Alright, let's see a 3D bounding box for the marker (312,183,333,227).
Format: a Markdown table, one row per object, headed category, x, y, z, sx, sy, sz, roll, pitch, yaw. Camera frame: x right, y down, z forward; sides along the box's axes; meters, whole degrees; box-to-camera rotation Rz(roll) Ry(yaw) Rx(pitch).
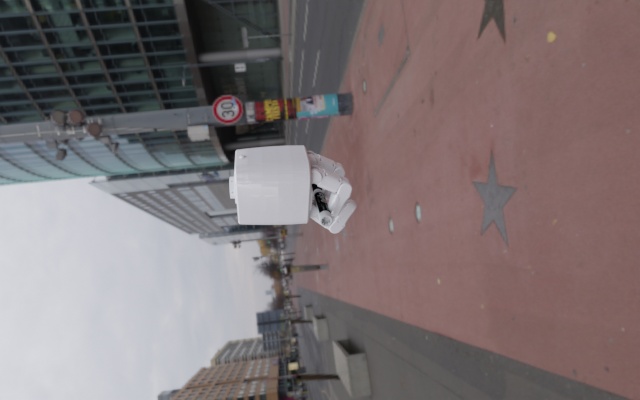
| category | x | y | z | sx | sy | sz | roll | pitch | yaw |
| --- | --- | --- | --- | --- | --- | --- | --- | --- | --- |
| marker | 0.000 | 0.002 | 0.735 | 0.020 | 0.020 | 0.121 | 0 | 27 | -9 |
